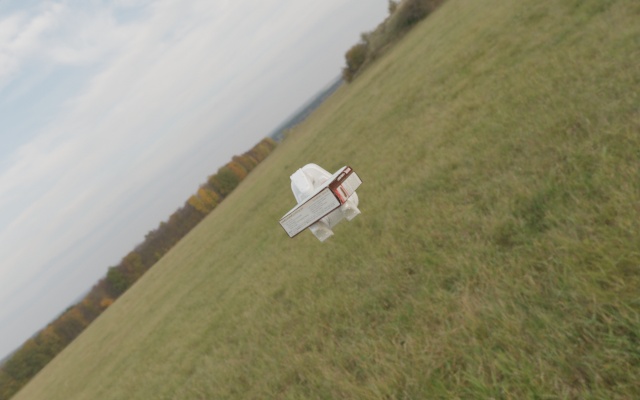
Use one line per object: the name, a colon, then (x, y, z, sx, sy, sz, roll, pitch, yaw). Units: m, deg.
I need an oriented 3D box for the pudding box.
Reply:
pudding box: (0.000, 0.002, 0.722, 0.113, 0.039, 0.090, -37, 5, 34)
